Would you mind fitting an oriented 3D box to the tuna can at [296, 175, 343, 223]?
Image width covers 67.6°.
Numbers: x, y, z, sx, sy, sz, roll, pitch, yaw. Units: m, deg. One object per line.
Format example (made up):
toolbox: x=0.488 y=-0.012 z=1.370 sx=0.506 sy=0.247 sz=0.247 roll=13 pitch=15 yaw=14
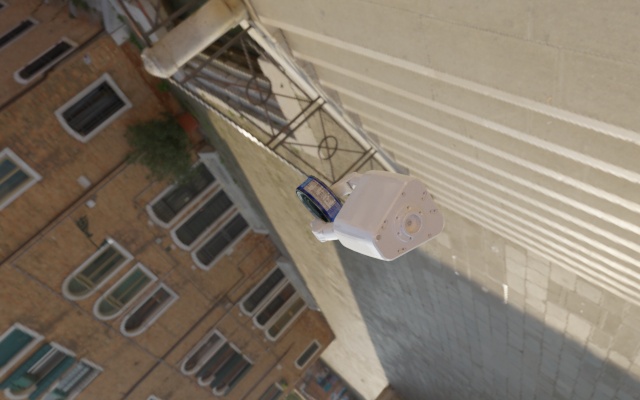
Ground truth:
tuna can: x=0.000 y=0.003 z=0.758 sx=0.033 sy=0.086 sz=0.086 roll=-43 pitch=10 yaw=-12
